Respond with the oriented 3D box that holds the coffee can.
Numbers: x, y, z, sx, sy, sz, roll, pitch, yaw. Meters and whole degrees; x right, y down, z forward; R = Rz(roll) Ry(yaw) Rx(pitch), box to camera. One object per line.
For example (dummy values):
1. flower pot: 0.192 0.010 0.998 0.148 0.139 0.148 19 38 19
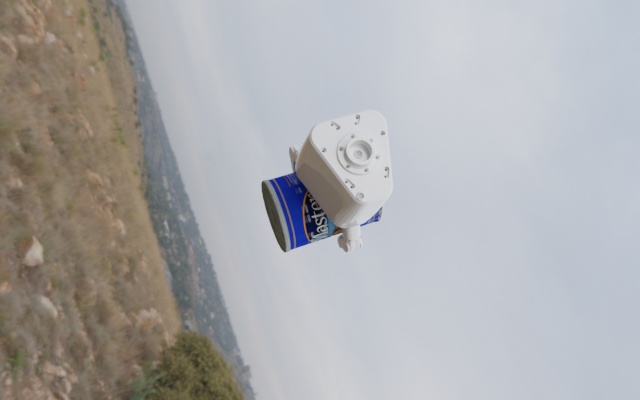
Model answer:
1. coffee can: 0.000 0.002 0.664 0.140 0.103 0.103 -18 4 -14
